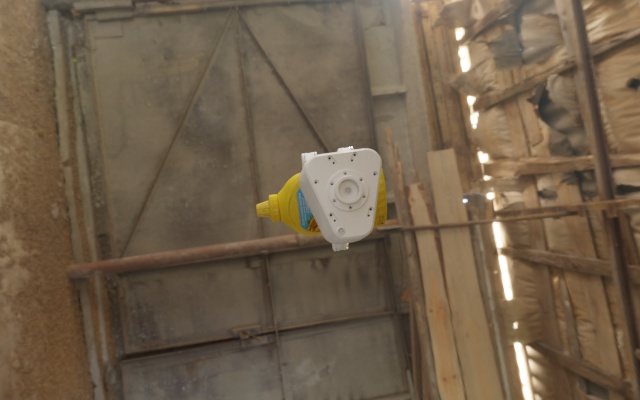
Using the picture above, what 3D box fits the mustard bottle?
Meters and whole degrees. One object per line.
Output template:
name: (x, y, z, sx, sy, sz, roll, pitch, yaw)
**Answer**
mustard bottle: (0.000, 0.002, 0.716, 0.191, 0.096, 0.058, -8, 19, -5)
